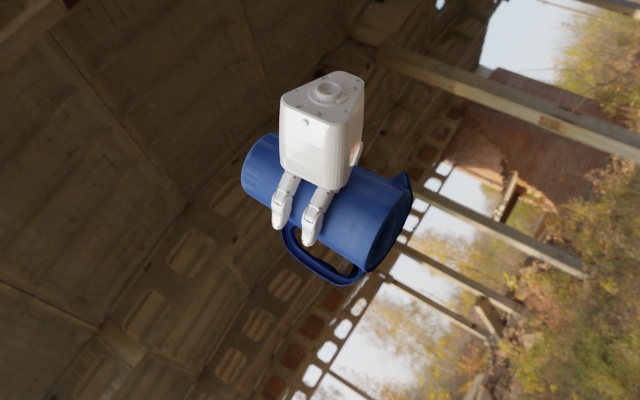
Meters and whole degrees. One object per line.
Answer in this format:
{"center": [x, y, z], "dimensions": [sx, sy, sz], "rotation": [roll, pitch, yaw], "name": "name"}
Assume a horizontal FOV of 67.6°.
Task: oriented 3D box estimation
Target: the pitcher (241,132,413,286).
{"center": [0.000, 0.002, 0.709], "dimensions": [0.243, 0.145, 0.149], "rotation": [28, 52, 21], "name": "pitcher"}
